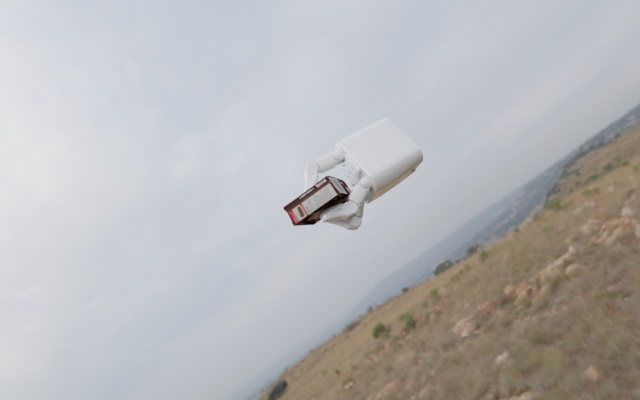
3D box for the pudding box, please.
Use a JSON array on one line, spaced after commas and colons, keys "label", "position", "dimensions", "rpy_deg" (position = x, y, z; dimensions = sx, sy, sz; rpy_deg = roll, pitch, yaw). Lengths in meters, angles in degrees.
[{"label": "pudding box", "position": [0.000, 0.002, 0.770], "dimensions": [0.090, 0.039, 0.113], "rpy_deg": [-36, -13, 11]}]
